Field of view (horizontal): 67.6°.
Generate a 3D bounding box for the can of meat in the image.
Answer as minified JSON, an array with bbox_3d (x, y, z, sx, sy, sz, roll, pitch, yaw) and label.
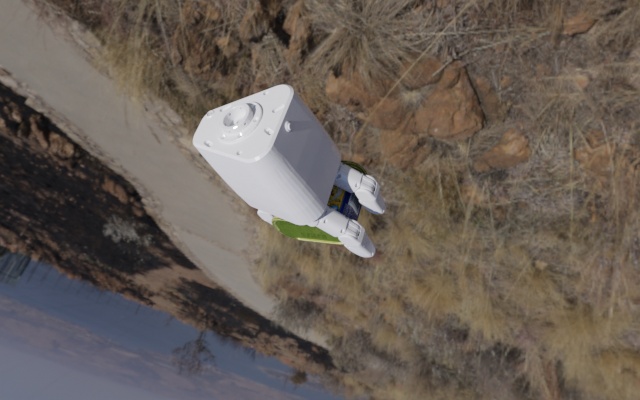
[{"bbox_3d":[0.000,0.002,0.570,0.102,0.084,0.057,3,-31,27],"label":"can of meat"}]
